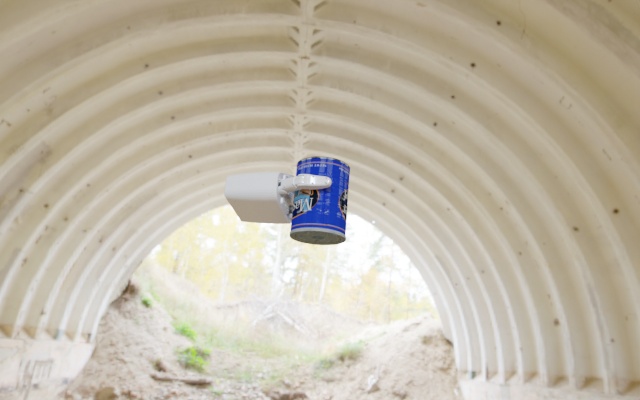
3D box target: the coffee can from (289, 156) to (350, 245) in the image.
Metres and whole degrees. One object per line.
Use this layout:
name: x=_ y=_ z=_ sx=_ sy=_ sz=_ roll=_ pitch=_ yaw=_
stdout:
coffee can: x=0.000 y=0.003 z=0.883 sx=0.103 sy=0.140 sz=0.103 roll=4 pitch=-18 yaw=1
